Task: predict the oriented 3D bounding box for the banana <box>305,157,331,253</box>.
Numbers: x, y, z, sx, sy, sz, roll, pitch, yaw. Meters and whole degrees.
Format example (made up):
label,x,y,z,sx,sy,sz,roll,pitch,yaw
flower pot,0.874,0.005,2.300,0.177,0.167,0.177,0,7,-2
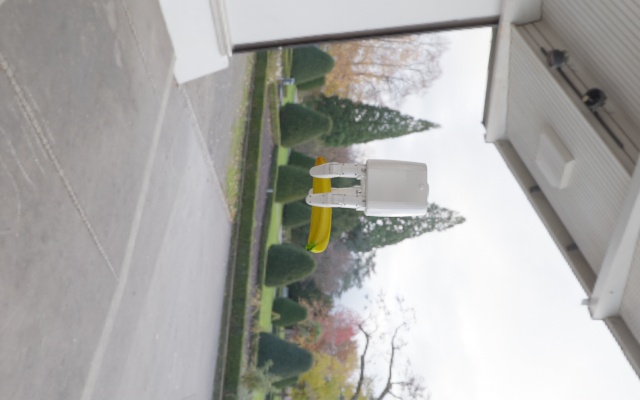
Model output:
label,x,y,z,sx,sy,sz,roll,pitch,yaw
banana,0.001,0.016,0.856,0.037,0.197,0.070,2,-33,4
